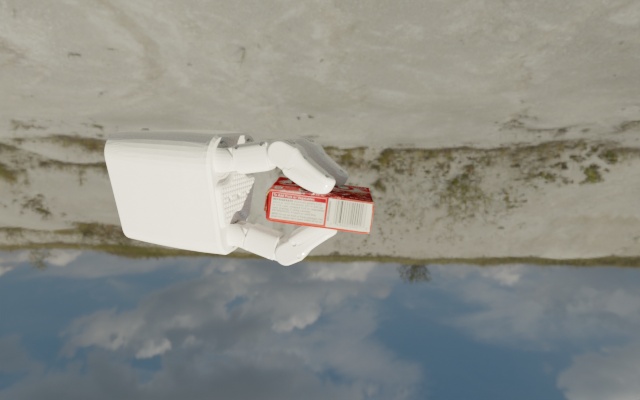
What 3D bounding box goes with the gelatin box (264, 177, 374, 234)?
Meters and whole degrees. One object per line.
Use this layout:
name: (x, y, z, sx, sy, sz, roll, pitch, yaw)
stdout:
gelatin box: (0.000, 0.002, 0.421, 0.089, 0.030, 0.073, 8, 11, 1)
